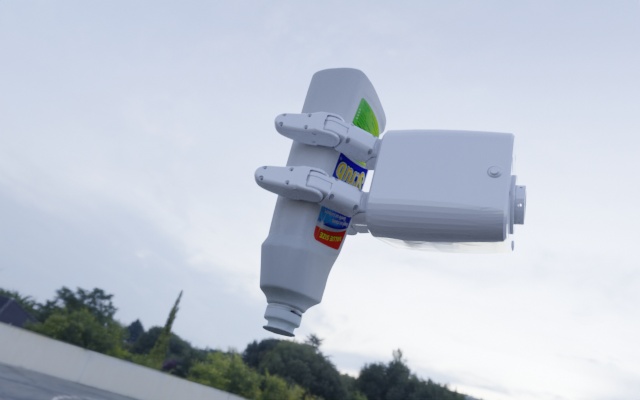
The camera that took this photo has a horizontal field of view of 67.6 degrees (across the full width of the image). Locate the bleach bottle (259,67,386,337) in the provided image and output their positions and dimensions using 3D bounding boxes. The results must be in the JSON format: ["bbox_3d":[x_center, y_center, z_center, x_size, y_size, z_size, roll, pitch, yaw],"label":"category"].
[{"bbox_3d":[0.000,0.001,0.446,0.068,0.250,0.103,3,-28,25],"label":"bleach bottle"}]
